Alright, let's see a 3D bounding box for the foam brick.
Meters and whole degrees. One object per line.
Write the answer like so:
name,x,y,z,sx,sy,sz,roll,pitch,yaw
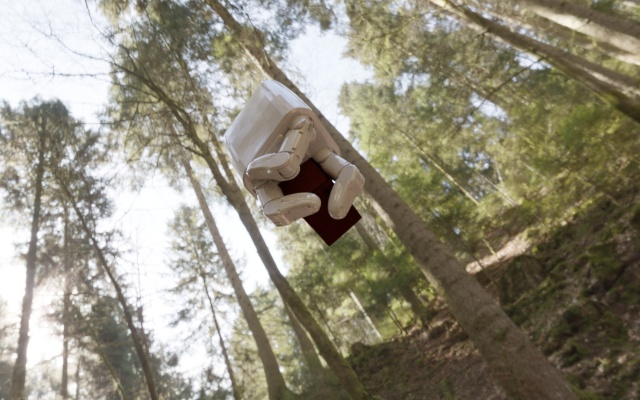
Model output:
foam brick,0.000,0.002,0.536,0.078,0.053,0.051,50,1,-41
